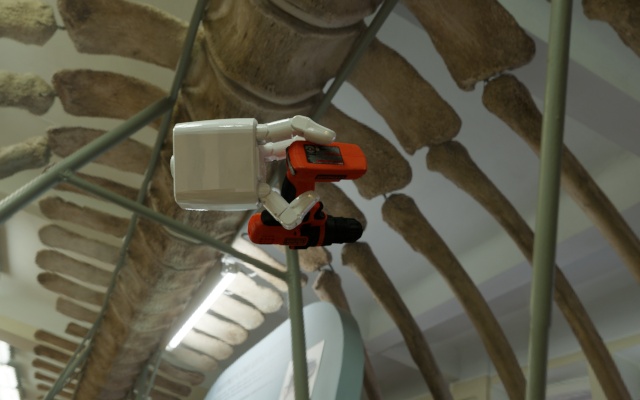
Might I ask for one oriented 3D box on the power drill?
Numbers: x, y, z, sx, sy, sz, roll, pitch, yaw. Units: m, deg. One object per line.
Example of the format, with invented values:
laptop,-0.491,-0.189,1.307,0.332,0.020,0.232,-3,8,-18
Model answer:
power drill,0.000,0.002,0.685,0.184,0.057,0.188,1,-42,-22
